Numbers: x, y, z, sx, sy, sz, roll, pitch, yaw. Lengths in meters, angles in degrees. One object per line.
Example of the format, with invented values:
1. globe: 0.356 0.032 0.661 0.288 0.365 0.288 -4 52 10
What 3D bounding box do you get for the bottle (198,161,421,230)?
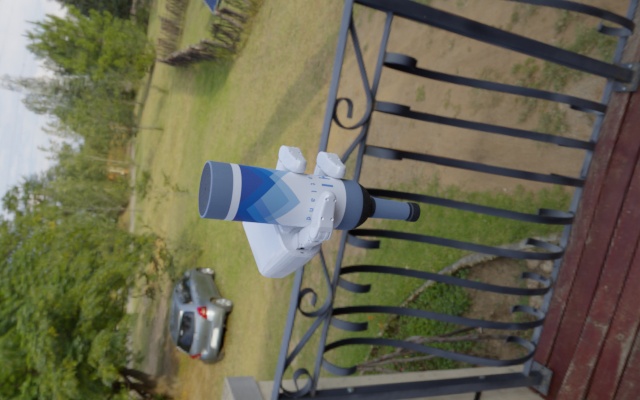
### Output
1. bottle: 0.000 0.002 0.607 0.296 0.069 0.069 6 -3 -25
